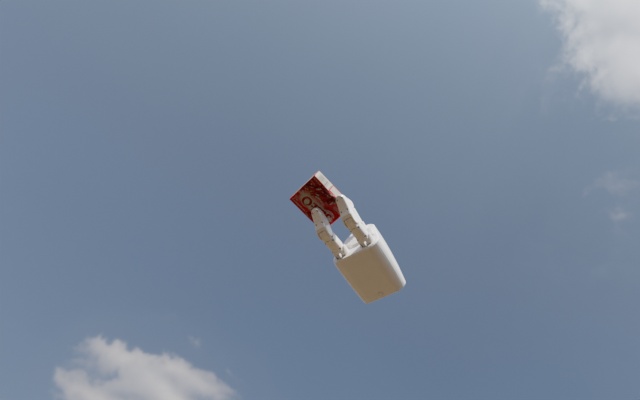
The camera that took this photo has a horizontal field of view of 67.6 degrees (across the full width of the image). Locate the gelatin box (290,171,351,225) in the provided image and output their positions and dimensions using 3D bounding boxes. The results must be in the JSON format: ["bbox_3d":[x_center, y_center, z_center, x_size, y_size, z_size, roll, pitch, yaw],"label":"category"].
[{"bbox_3d":[0.000,0.002,0.876,0.073,0.089,0.030,-42,4,30],"label":"gelatin box"}]
